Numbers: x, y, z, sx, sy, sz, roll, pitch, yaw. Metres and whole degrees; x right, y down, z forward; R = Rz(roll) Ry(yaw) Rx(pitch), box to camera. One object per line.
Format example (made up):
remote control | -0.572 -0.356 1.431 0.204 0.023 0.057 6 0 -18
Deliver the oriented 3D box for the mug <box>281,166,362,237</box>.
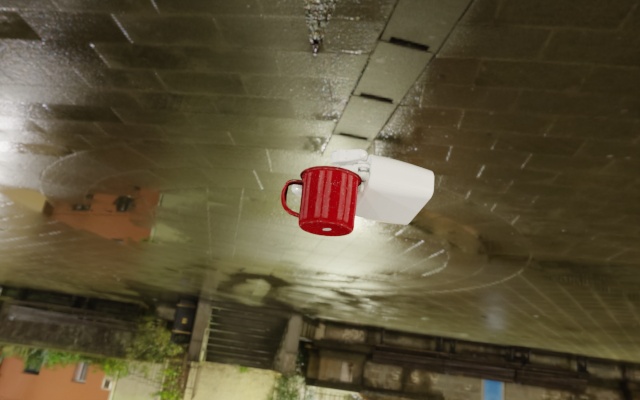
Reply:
mug | -0.001 0.002 0.697 0.117 0.081 0.093 10 -19 -12
